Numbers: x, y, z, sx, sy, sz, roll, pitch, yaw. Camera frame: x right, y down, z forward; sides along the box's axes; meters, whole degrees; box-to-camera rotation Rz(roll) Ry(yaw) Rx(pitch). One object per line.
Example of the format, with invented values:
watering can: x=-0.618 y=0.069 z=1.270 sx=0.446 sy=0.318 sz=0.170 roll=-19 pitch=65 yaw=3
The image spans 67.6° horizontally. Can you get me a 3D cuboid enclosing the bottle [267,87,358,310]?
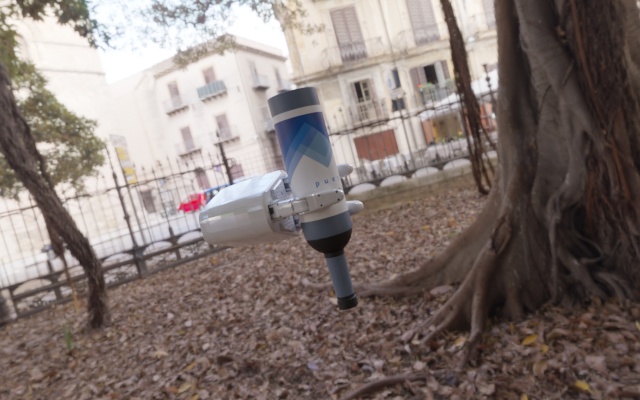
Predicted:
bottle: x=0.000 y=0.002 z=0.637 sx=0.069 sy=0.296 sz=0.069 roll=-15 pitch=4 yaw=1
